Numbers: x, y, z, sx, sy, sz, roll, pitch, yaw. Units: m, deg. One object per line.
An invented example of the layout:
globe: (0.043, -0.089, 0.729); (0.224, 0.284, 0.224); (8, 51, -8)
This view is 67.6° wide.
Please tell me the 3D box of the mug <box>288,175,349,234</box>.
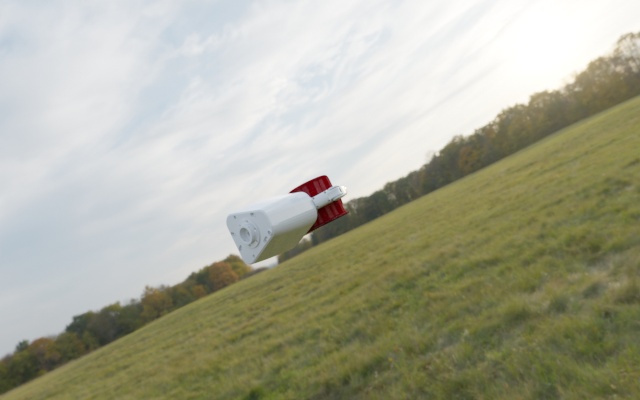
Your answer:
mug: (0.001, 0.002, 0.877); (0.093, 0.081, 0.117); (-29, -5, 40)
